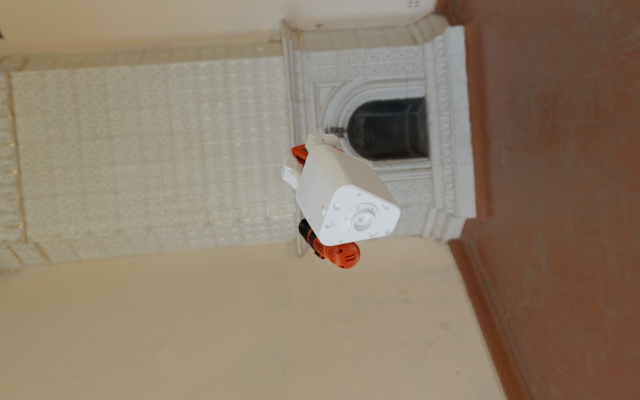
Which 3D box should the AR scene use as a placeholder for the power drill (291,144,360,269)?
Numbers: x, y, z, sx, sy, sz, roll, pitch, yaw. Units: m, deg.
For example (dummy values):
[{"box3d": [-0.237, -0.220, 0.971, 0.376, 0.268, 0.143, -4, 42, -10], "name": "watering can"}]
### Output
[{"box3d": [0.000, 0.002, 0.782, 0.057, 0.188, 0.184, -18, 20, -22], "name": "power drill"}]
